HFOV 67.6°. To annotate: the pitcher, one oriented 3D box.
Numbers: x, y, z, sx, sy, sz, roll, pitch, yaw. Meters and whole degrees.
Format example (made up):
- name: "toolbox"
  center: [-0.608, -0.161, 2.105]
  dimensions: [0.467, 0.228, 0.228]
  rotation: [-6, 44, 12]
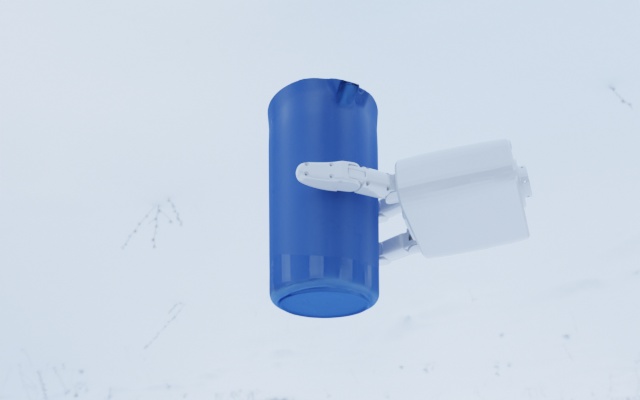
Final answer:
- name: "pitcher"
  center: [0.000, 0.002, 0.530]
  dimensions: [0.145, 0.242, 0.149]
  rotation: [-11, -31, 20]
